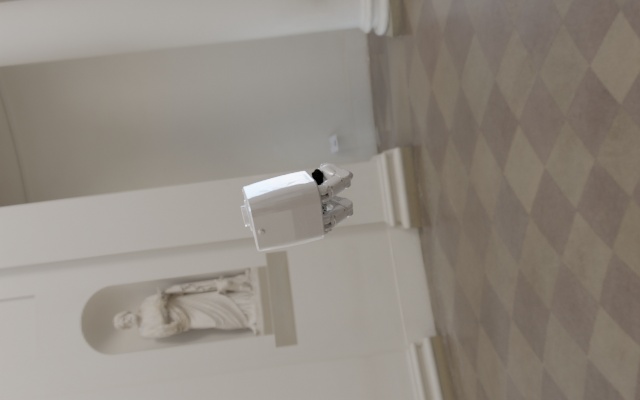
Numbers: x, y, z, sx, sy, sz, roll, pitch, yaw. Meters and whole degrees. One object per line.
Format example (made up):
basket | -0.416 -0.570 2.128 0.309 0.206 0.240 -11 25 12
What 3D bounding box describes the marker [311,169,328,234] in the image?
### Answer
marker | 0.000 0.003 0.783 0.020 0.121 0.020 -4 34 3
